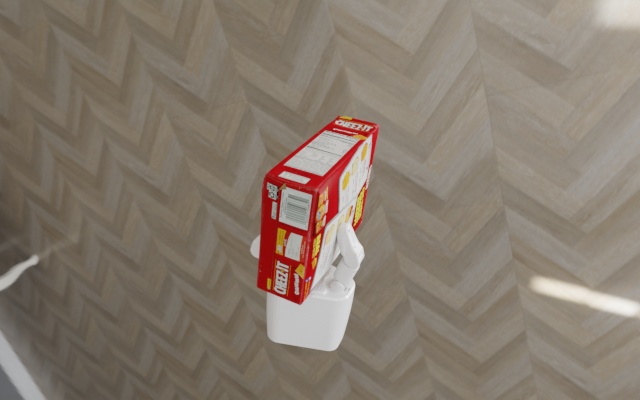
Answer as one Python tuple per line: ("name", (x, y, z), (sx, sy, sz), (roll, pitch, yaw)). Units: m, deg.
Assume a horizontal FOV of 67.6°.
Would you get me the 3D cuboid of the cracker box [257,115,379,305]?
("cracker box", (0.000, 0.002, 0.617), (0.072, 0.164, 0.213), (18, 33, 17))
